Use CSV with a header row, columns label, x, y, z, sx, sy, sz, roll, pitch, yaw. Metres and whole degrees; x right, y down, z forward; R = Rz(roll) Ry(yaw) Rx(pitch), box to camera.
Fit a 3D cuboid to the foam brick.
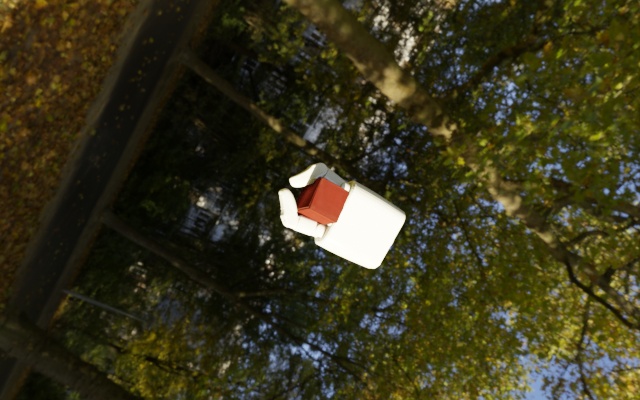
label,x,y,z,sx,sy,sz,roll,pitch,yaw
foam brick,0.000,0.002,0.732,0.051,0.053,0.078,29,-14,-16
